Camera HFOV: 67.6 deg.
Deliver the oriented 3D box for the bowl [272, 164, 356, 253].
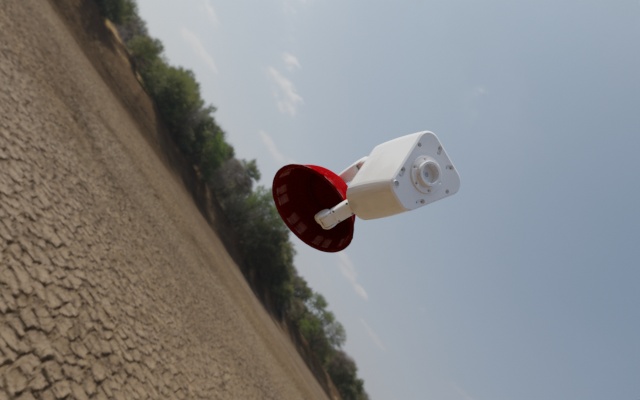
[{"bbox_3d":[-0.001,0.002,0.762,0.162,0.162,0.055,0,30,44],"label":"bowl"}]
